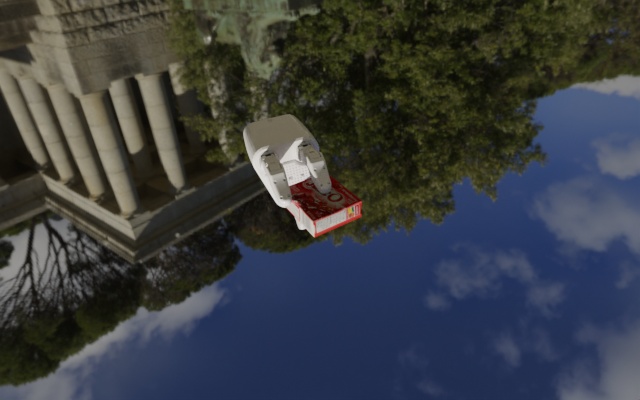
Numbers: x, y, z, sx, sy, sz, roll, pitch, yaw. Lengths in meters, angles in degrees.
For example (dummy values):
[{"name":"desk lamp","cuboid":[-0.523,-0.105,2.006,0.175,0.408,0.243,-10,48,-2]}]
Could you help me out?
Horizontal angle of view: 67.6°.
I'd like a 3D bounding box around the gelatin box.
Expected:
[{"name":"gelatin box","cuboid":[0.000,0.003,0.629,0.073,0.030,0.089,-22,40,-23]}]
